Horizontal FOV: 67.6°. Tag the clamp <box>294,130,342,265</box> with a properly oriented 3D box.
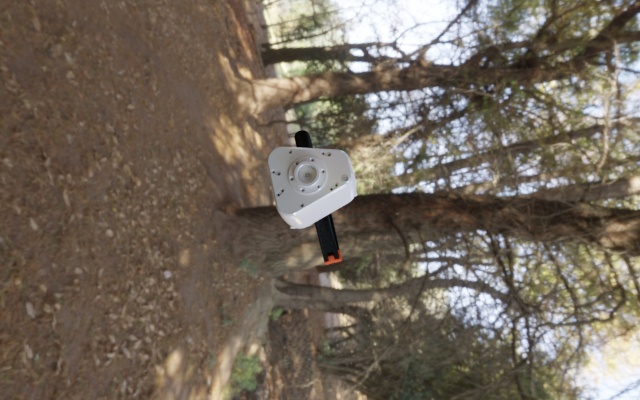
[{"bbox_3d":[0.001,0.003,0.802,0.036,0.210,0.164,-14,-10,5],"label":"clamp"}]
